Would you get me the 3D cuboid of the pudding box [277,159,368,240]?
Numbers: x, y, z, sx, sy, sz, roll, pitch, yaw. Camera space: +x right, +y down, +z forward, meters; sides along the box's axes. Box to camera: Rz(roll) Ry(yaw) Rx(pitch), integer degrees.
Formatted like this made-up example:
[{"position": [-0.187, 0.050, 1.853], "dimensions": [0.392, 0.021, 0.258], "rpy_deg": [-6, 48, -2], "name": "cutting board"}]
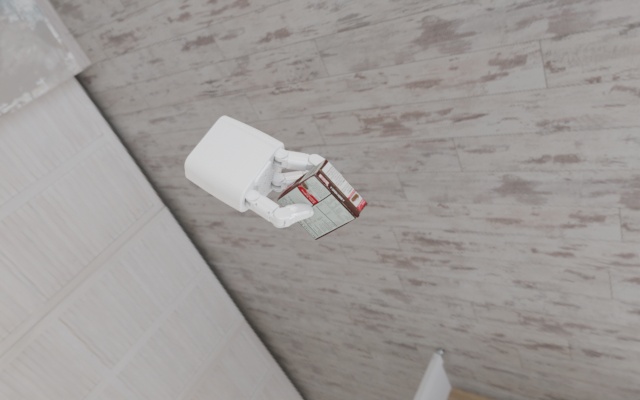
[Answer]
[{"position": [0.000, 0.002, 0.699], "dimensions": [0.113, 0.090, 0.039], "rpy_deg": [-31, 17, 52], "name": "pudding box"}]
